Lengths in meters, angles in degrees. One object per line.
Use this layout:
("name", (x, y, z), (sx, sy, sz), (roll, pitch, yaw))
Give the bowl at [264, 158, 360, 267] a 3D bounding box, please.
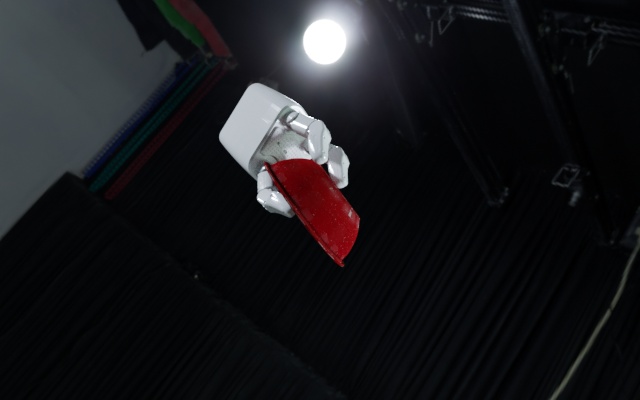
("bowl", (0.001, 0.003, 0.593), (0.055, 0.162, 0.162), (-36, -2, 2))
